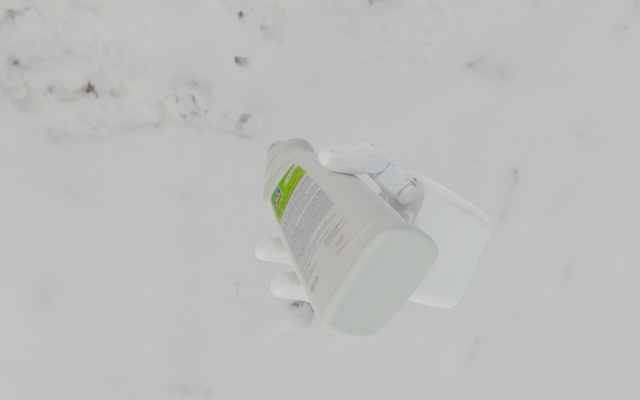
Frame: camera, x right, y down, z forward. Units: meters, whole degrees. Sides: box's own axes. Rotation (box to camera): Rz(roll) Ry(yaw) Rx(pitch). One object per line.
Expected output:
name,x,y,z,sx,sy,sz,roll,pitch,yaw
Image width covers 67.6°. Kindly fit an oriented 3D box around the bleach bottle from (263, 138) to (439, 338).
bleach bottle,0.000,0.002,0.438,0.068,0.102,0.250,22,20,-32
